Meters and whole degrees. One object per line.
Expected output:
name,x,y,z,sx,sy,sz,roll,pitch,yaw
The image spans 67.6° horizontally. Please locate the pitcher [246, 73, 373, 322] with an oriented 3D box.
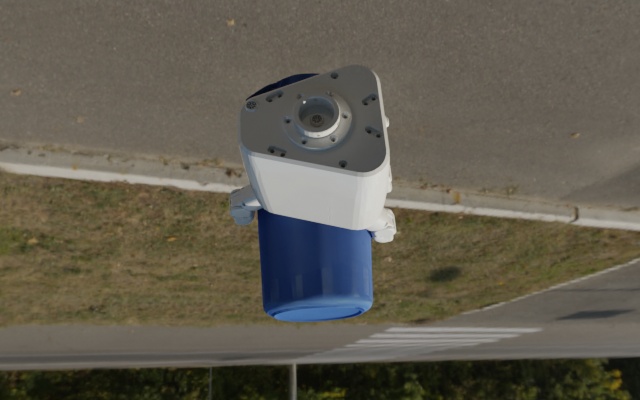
pitcher,0.000,0.002,0.516,0.149,0.242,0.145,-3,-22,-1
